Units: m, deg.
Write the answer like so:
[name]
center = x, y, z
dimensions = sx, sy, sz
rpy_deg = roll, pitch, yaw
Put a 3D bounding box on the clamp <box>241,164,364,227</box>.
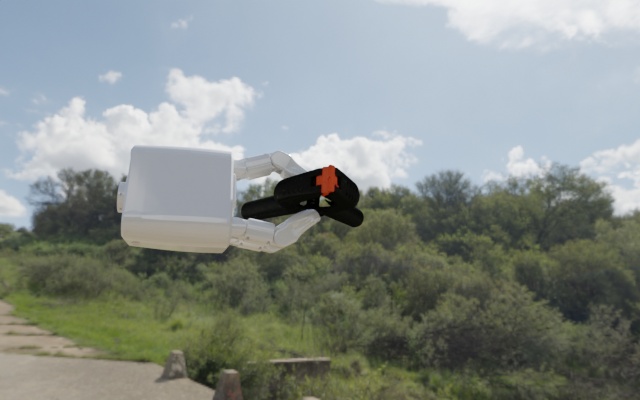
[clamp]
center = 0.000, 0.001, 0.563
dimensions = 0.164, 0.036, 0.210
rpy_deg = 4, -13, -16
